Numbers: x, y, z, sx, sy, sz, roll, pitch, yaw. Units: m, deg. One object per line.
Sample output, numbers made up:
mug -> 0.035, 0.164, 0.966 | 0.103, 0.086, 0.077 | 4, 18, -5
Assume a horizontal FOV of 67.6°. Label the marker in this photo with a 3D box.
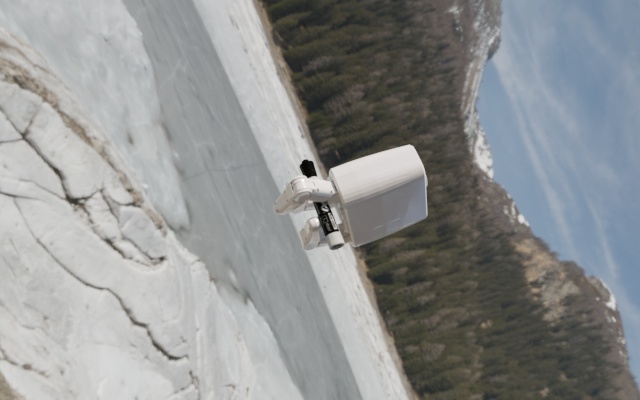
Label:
marker -> 0.000, 0.002, 0.572 | 0.020, 0.121, 0.020 | -17, -25, -8
